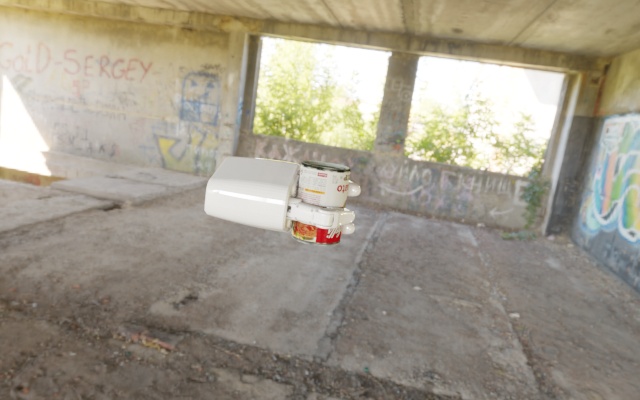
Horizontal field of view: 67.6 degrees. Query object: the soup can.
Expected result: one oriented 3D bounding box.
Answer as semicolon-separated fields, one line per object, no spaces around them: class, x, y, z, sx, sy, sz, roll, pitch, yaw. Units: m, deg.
soup can;0.001;0.002;0.637;0.068;0.102;0.068;8;11;-2
